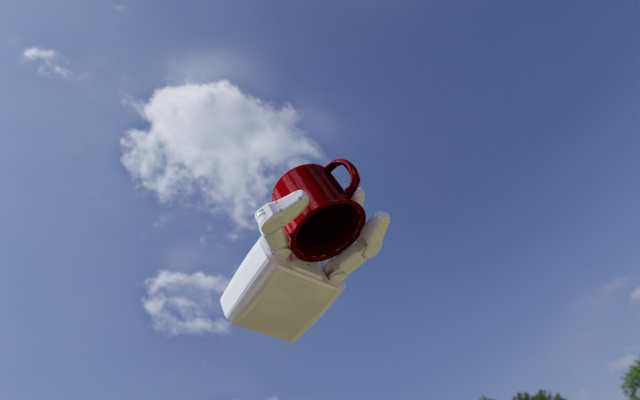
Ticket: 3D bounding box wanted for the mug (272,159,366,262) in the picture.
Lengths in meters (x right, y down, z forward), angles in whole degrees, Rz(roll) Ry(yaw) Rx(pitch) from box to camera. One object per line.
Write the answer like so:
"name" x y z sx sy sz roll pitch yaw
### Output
"mug" 0.001 0.001 0.553 0.093 0.117 0.081 17 29 -41
